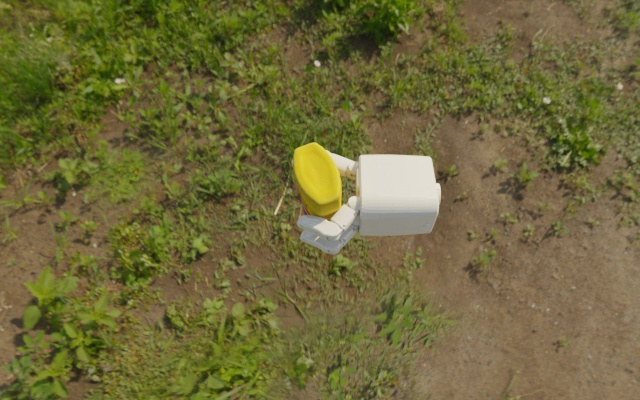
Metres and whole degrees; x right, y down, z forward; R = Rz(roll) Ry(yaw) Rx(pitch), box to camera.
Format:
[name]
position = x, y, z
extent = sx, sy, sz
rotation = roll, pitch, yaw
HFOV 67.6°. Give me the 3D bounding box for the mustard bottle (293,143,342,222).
[mustard bottle]
position = 0.000, 0.002, 0.711
extent = 0.058, 0.096, 0.192
rotation = -22, -25, -7
